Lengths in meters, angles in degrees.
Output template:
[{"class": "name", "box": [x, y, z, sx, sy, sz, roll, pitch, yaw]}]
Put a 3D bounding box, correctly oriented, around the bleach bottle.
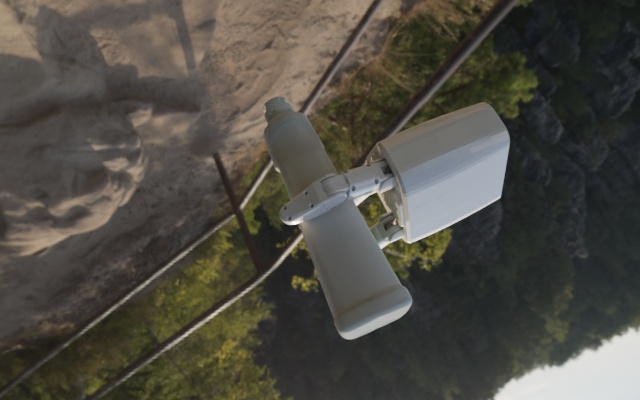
[{"class": "bleach bottle", "box": [0.000, 0.002, 0.458, 0.068, 0.250, 0.103, -24, -20, -3]}]
